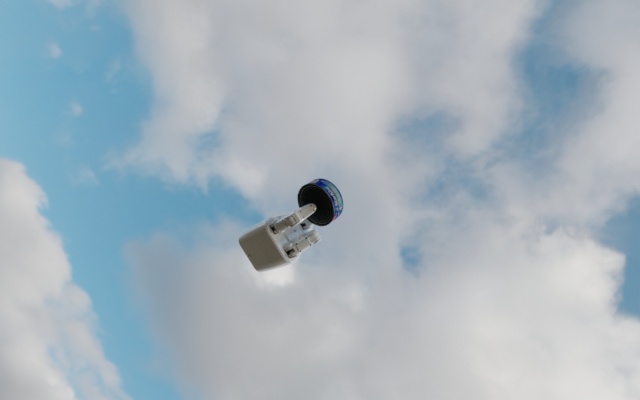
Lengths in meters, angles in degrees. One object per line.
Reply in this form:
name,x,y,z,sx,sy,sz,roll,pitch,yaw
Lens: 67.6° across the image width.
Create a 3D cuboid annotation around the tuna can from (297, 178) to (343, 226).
tuna can,0.001,0.003,0.890,0.086,0.086,0.033,0,23,41
